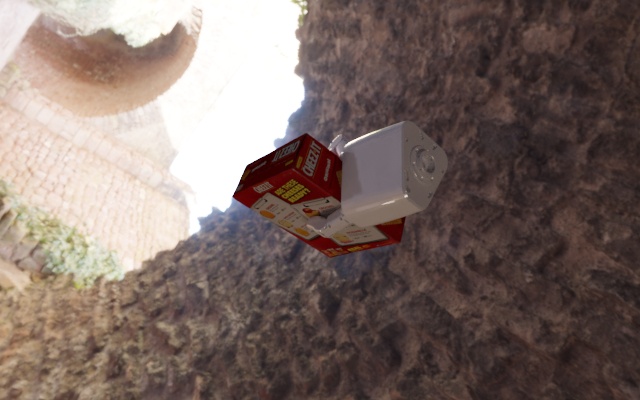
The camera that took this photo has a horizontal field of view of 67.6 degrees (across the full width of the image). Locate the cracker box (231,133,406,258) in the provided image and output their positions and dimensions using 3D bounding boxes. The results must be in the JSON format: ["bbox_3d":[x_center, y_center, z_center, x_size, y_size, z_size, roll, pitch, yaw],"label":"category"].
[{"bbox_3d":[0.000,0.003,0.731,0.214,0.072,0.164,35,-33,-28],"label":"cracker box"}]
